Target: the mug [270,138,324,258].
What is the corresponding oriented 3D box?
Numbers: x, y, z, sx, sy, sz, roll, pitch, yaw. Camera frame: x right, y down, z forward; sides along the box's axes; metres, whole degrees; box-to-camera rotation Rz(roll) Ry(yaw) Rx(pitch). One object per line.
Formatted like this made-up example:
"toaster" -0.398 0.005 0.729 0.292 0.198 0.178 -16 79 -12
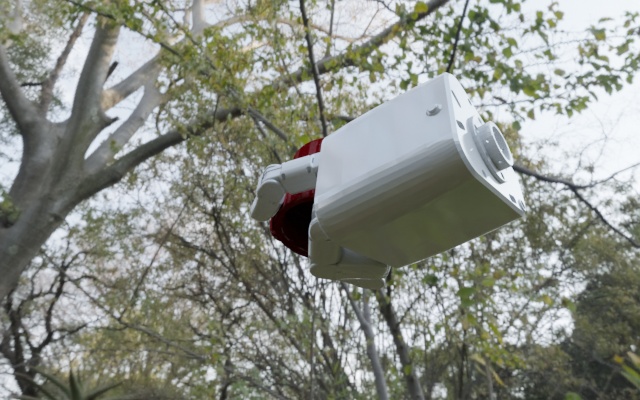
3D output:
"mug" -0.001 0.002 0.445 0.117 0.081 0.093 -26 -50 32
